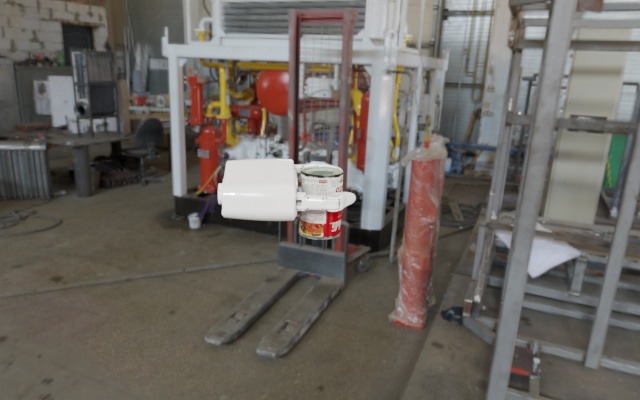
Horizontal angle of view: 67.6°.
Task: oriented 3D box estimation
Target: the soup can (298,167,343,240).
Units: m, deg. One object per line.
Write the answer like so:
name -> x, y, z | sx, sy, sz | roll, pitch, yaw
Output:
soup can -> 0.001, 0.002, 0.753 | 0.068, 0.102, 0.068 | 2, 16, -1
